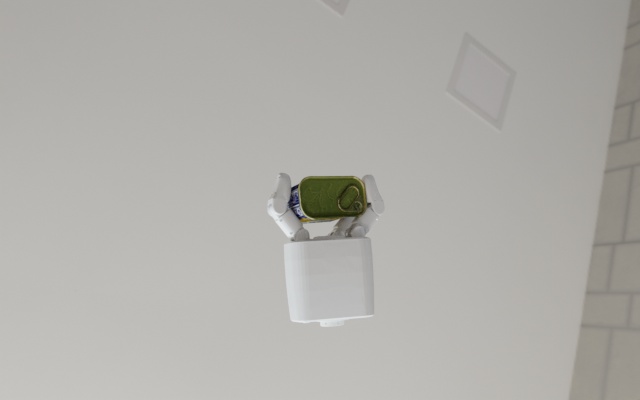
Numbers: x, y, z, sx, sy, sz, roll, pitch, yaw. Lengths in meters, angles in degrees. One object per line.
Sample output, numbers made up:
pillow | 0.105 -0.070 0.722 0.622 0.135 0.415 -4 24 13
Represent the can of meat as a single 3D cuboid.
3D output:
can of meat | 0.000 0.002 0.673 0.102 0.057 0.084 -2 -9 -27
